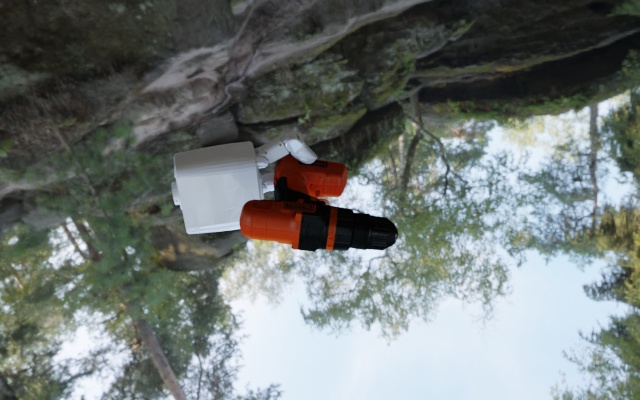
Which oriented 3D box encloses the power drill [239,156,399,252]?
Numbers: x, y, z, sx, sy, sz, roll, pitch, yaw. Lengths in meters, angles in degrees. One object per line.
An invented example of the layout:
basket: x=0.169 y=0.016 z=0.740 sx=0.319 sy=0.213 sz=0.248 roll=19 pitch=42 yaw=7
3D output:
power drill: x=0.000 y=0.002 z=0.618 sx=0.184 sy=0.057 sz=0.187 roll=8 pitch=23 yaw=-2
